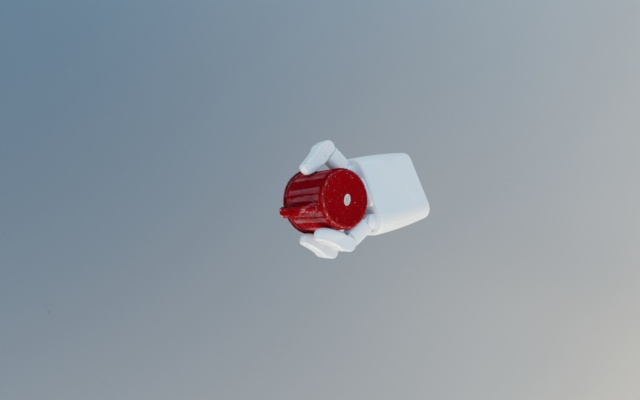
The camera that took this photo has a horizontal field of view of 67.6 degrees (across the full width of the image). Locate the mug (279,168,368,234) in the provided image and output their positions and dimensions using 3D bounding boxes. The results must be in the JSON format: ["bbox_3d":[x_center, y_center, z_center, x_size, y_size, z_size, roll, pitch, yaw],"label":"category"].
[{"bbox_3d":[-0.001,0.002,0.641,0.117,0.093,0.081,-14,5,-37],"label":"mug"}]
